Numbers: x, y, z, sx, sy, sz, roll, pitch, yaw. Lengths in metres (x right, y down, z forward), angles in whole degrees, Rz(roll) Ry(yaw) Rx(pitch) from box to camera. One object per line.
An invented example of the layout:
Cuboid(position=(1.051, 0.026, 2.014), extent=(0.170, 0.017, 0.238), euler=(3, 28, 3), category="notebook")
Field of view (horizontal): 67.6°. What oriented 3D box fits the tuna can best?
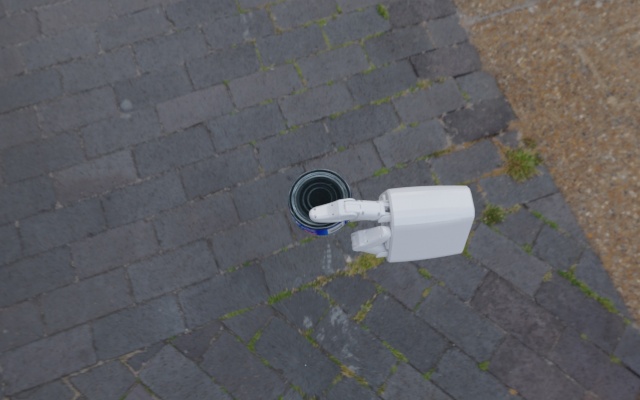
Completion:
Cuboid(position=(0.000, 0.002, 0.633), extent=(0.086, 0.086, 0.034), euler=(0, -18, 4), category="tuna can")
